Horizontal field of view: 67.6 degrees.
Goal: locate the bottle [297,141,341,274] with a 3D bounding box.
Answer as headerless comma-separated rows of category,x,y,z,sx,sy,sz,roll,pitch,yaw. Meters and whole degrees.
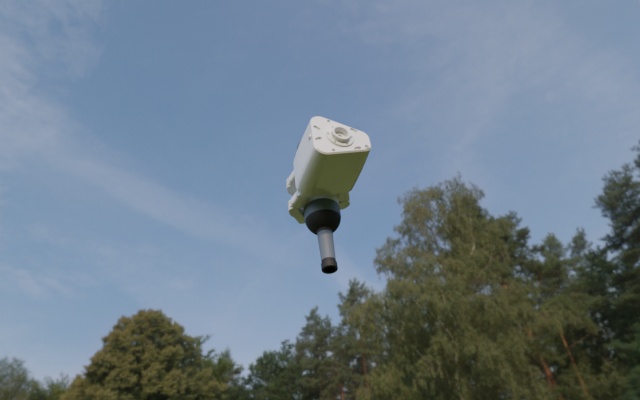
bottle,0.000,0.003,0.886,0.069,0.295,0.069,-5,-39,-4
